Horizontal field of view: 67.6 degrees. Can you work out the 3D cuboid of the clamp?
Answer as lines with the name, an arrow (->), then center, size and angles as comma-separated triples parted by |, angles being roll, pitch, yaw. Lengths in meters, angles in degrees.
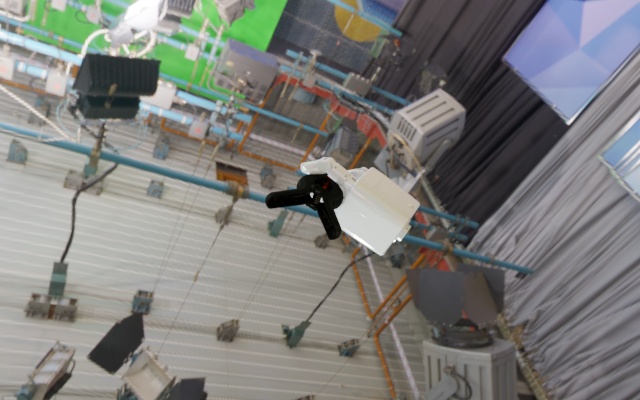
clamp -> 0.000, 0.003, 0.751 | 0.120, 0.039, 0.171 | 36, 31, 9
